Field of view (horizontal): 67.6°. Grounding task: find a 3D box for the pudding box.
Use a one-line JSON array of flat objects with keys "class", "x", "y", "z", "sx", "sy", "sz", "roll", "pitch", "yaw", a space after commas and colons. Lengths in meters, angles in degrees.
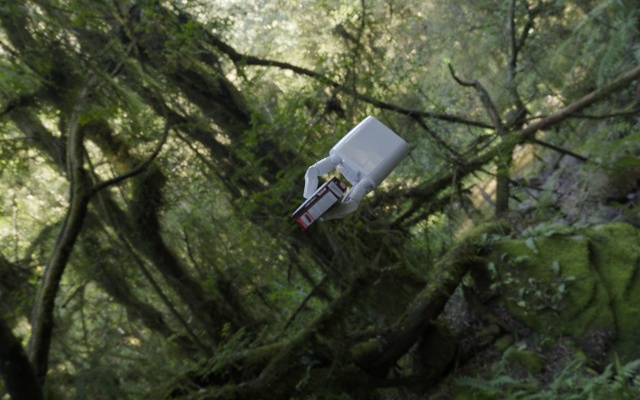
[{"class": "pudding box", "x": 0.000, "y": 0.003, "z": 0.877, "sx": 0.090, "sy": 0.039, "sz": 0.113, "roll": -43, "pitch": -1, "yaw": 14}]
